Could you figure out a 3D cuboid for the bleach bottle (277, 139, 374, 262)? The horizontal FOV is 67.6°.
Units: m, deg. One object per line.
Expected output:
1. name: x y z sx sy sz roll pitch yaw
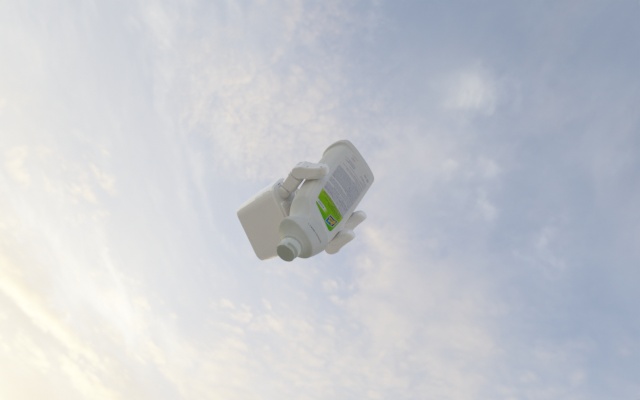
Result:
1. bleach bottle: 0.000 0.002 0.744 0.068 0.102 0.250 -28 14 39
